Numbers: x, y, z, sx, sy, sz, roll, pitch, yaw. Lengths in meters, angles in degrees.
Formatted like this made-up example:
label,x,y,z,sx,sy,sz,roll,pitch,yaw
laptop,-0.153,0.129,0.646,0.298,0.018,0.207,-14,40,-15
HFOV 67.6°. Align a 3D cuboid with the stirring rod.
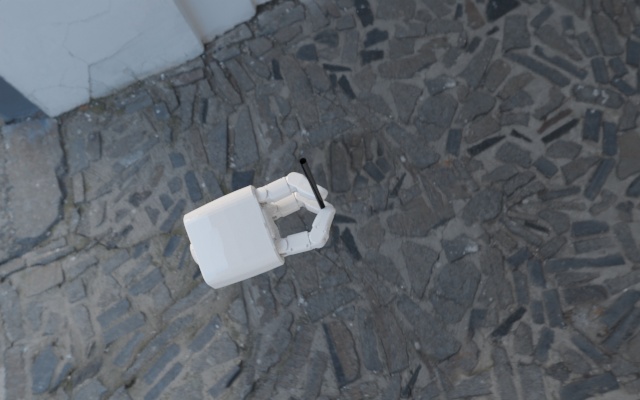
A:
label,x,y,z,sx,sy,sz,roll,pitch,yaw
stirring rod,0.000,0.002,0.647,0.011,0.011,0.240,0,-23,10
